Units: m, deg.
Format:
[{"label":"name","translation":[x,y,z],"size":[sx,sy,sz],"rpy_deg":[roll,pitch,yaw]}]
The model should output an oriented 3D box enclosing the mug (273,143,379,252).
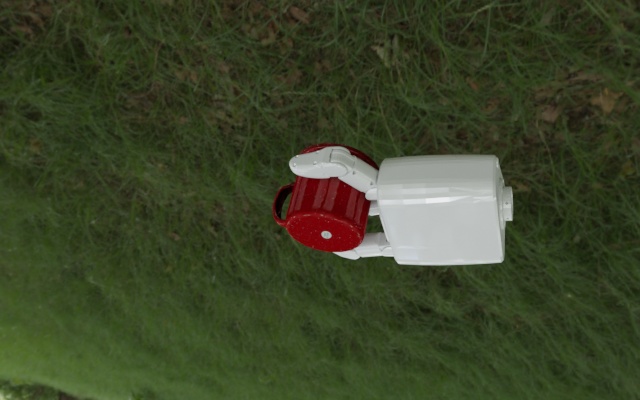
[{"label":"mug","translation":[-0.001,0.002,0.502],"size":[0.117,0.081,0.093],"rpy_deg":[-4,-35,26]}]
